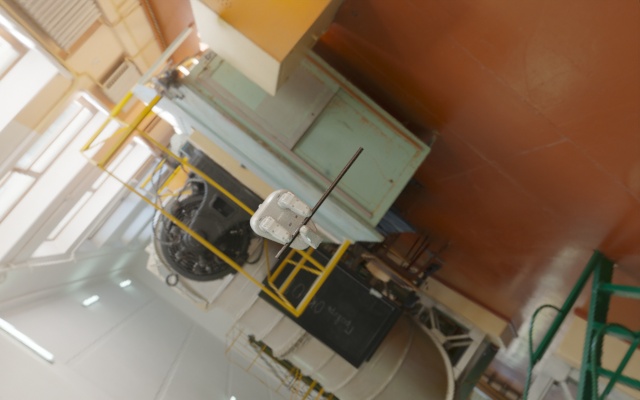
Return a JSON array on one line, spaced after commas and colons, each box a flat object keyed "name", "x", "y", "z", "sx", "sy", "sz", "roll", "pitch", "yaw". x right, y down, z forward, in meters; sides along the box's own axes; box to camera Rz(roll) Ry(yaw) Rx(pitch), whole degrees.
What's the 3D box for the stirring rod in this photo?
[{"name": "stirring rod", "x": 0.000, "y": 0.003, "z": 0.816, "sx": 0.011, "sy": 0.239, "sz": 0.011, "roll": 36, "pitch": -9, "yaw": 7}]
